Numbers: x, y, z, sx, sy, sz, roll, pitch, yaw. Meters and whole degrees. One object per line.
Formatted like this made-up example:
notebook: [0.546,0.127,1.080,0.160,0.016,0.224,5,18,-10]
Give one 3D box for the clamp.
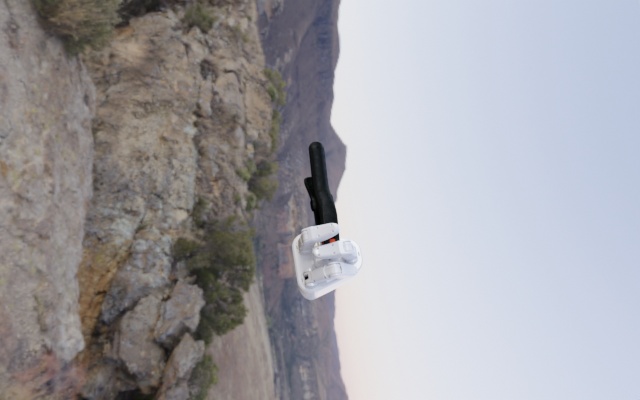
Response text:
clamp: [0.001,0.003,0.789,0.039,0.171,0.120,-7,-20,-5]
